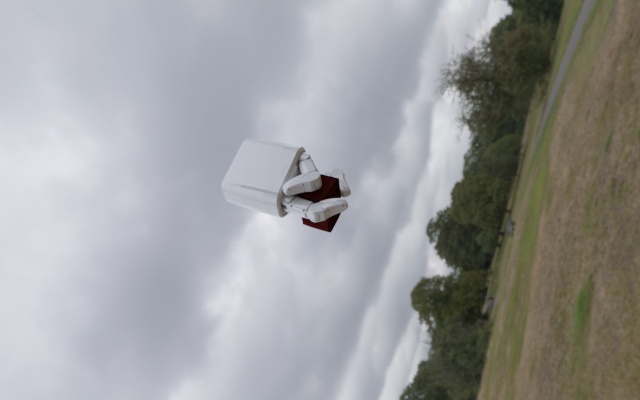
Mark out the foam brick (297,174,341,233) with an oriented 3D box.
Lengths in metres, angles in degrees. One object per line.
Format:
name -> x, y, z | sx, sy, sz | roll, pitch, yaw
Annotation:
foam brick -> 0.000, 0.003, 0.767 | 0.051, 0.078, 0.053 | 13, 48, 21
